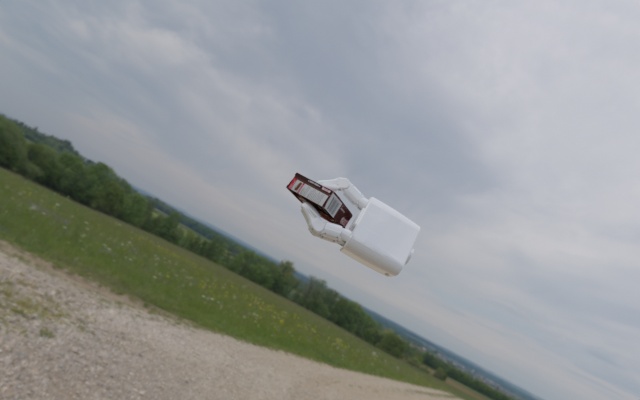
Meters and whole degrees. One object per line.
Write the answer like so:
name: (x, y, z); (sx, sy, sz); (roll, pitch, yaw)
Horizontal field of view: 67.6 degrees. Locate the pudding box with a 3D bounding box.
pudding box: (0.000, 0.003, 0.867); (0.090, 0.039, 0.113); (27, -13, 30)
